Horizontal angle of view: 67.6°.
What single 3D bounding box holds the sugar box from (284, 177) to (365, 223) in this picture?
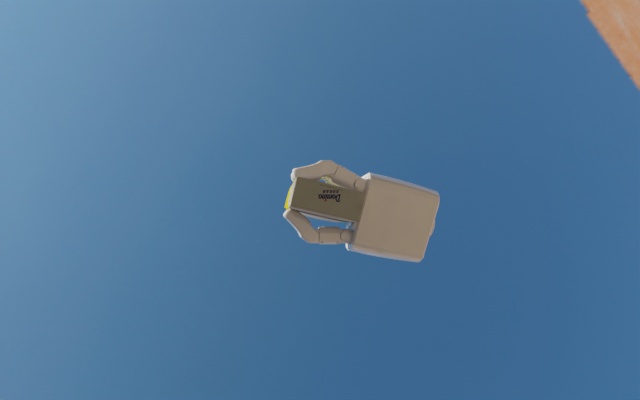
[{"bbox_3d":[0.000,0.002,0.686,0.093,0.048,0.176,13,-6,-6],"label":"sugar box"}]
